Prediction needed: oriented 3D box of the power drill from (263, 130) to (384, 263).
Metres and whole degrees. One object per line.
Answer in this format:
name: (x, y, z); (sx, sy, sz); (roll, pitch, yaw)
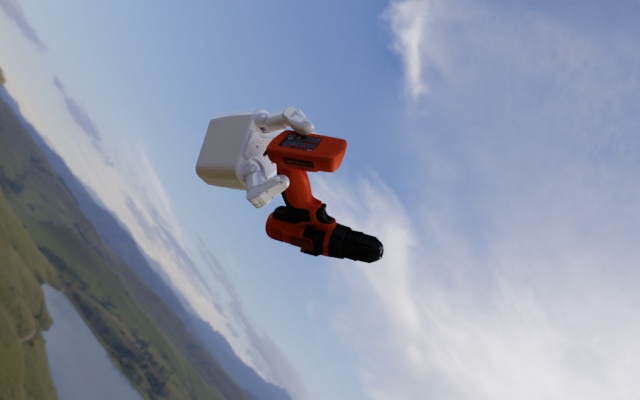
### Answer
power drill: (0.000, 0.002, 0.663); (0.184, 0.188, 0.057); (12, 39, 19)
